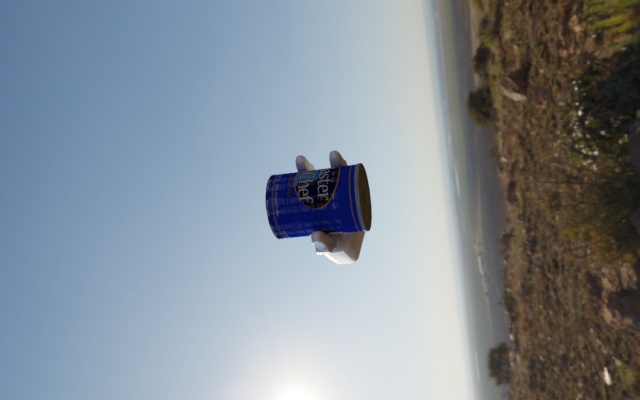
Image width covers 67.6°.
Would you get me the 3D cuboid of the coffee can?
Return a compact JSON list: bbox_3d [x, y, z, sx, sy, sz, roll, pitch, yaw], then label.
[{"bbox_3d":[0.000,0.002,0.725,0.140,0.103,0.103,-6,-2,14],"label":"coffee can"}]
